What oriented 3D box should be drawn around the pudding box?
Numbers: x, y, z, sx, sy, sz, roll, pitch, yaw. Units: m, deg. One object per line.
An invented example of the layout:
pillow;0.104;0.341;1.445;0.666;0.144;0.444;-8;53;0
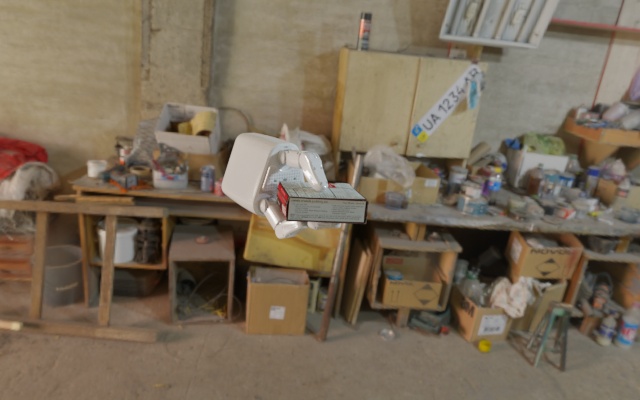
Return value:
pudding box;0.000;0.002;0.667;0.113;0.039;0.090;1;16;-13
